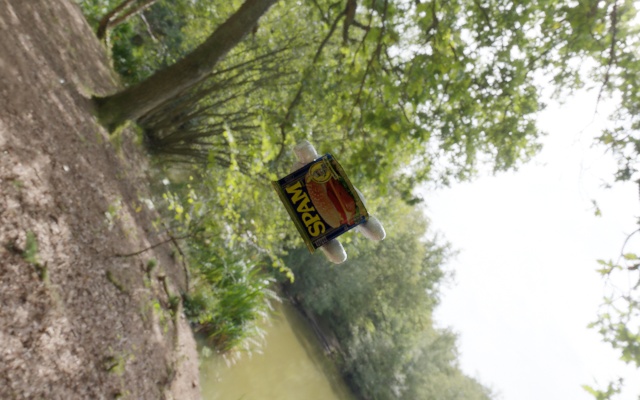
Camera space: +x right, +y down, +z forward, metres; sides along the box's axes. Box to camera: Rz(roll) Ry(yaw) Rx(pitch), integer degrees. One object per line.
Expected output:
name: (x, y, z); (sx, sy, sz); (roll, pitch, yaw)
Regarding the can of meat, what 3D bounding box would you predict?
can of meat: (0.000, 0.002, 0.592); (0.084, 0.102, 0.057); (-29, -4, -5)
